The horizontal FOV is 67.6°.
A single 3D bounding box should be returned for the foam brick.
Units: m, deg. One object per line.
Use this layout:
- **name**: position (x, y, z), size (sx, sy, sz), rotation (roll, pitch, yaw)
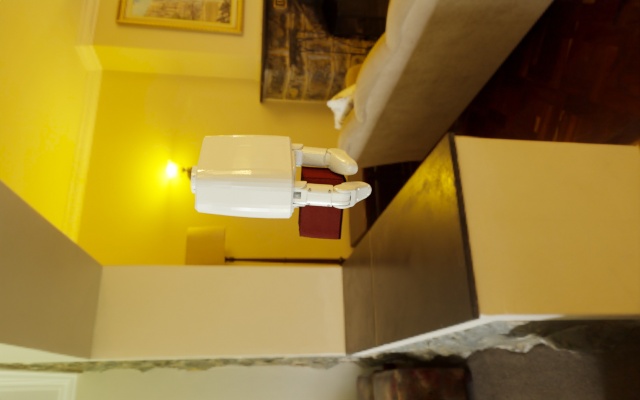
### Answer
- **foam brick**: position (0.000, 0.002, 0.587), size (0.051, 0.078, 0.053), rotation (2, 19, -7)
